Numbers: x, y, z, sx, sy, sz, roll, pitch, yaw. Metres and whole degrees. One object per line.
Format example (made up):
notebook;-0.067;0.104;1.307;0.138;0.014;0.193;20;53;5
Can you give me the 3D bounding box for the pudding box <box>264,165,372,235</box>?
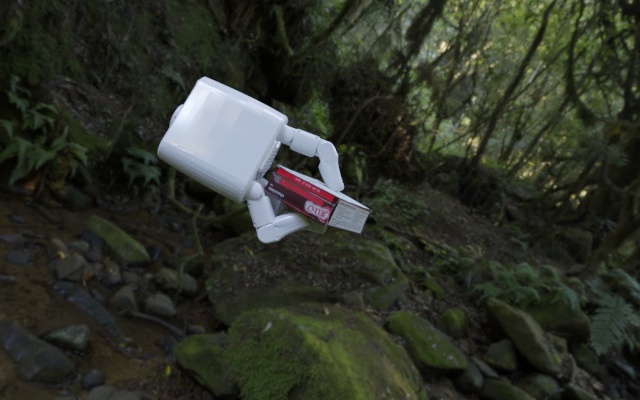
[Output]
pudding box;0.000;0.002;0.560;0.090;0.039;0.113;30;6;25
